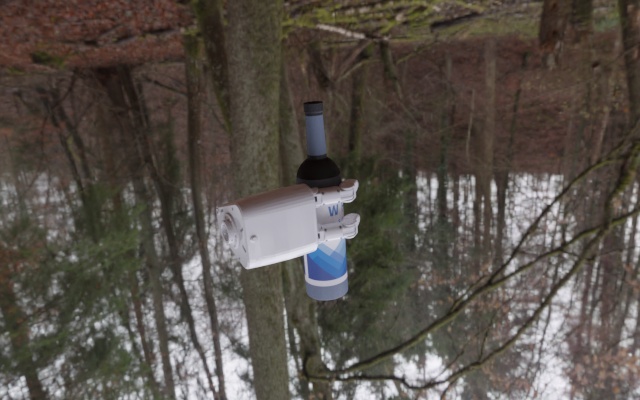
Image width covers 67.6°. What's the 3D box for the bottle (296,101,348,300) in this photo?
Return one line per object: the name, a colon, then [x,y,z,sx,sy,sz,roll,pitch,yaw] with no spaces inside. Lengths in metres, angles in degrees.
bottle: [0.000,0.003,0.712,0.069,0.296,0.069,-4,18,1]
